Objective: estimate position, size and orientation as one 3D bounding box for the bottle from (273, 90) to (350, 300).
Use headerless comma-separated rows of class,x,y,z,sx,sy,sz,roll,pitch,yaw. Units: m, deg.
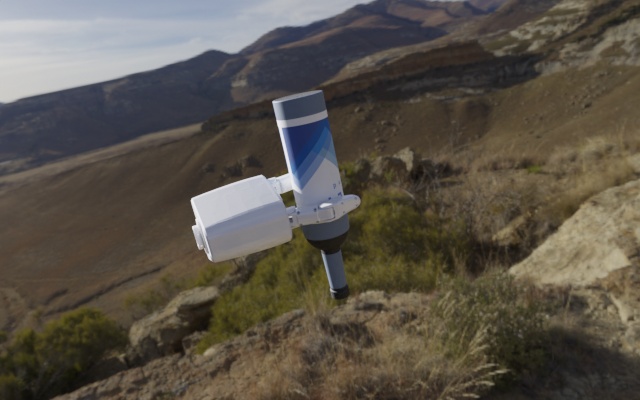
bottle,0.000,0.002,0.660,0.069,0.296,0.069,-11,17,4
